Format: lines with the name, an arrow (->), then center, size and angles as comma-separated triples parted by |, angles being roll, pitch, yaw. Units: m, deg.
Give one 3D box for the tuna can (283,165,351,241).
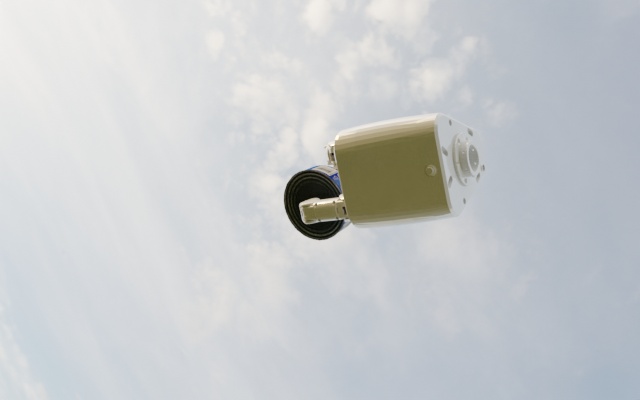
tuna can -> 0.000, 0.002, 0.569 | 0.086, 0.086, 0.033 | 0, 16, 34
